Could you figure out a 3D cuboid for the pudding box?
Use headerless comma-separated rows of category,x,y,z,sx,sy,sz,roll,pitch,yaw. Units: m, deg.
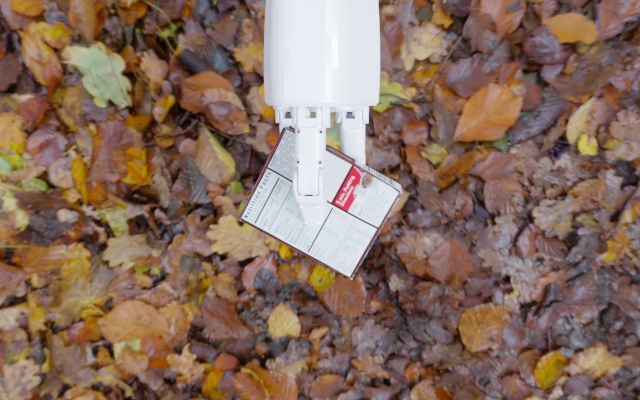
pudding box,0.000,0.001,0.408,0.113,0.090,0.039,29,11,1
